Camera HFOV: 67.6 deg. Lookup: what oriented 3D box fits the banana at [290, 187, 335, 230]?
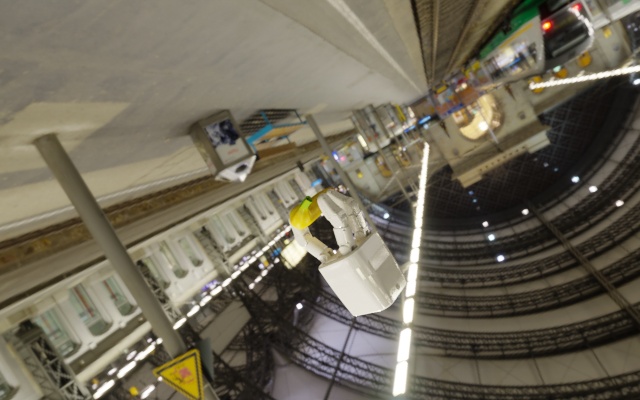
[{"bbox_3d":[-0.015,0.014,0.812,0.069,0.037,0.198,-39,-1,13],"label":"banana"}]
